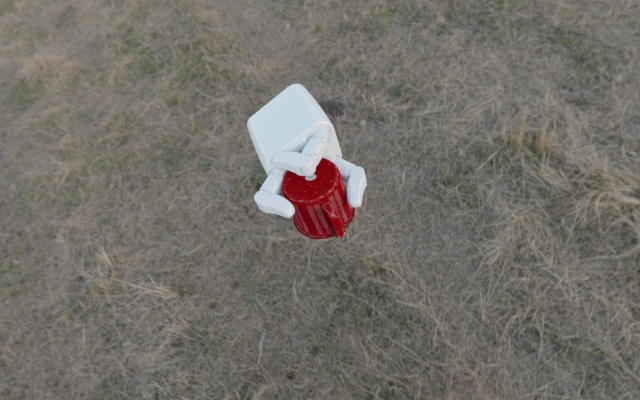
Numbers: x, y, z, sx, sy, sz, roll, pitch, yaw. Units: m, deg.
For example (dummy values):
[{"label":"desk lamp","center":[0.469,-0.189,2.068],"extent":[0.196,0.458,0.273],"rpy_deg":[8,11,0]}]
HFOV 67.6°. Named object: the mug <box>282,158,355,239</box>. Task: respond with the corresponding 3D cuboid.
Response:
[{"label":"mug","center":[0.001,0.003,0.655],"extent":[0.093,0.117,0.082],"rpy_deg":[-28,-39,-4]}]
